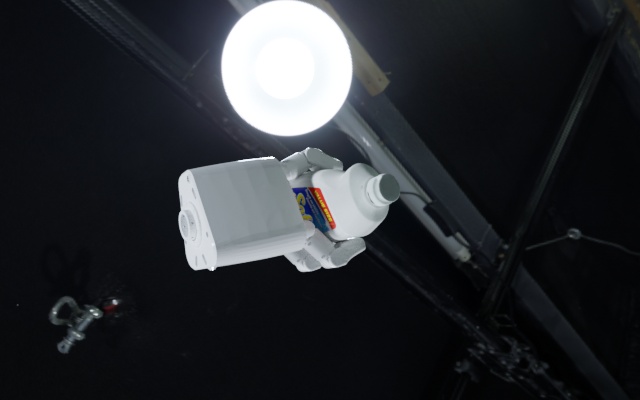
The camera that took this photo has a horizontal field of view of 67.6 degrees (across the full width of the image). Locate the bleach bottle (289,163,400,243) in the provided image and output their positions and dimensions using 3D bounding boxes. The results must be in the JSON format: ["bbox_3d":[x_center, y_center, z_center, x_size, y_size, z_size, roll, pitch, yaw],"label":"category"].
[{"bbox_3d":[0.000,0.002,0.577,0.068,0.102,0.251,-10,-5,-34],"label":"bleach bottle"}]
